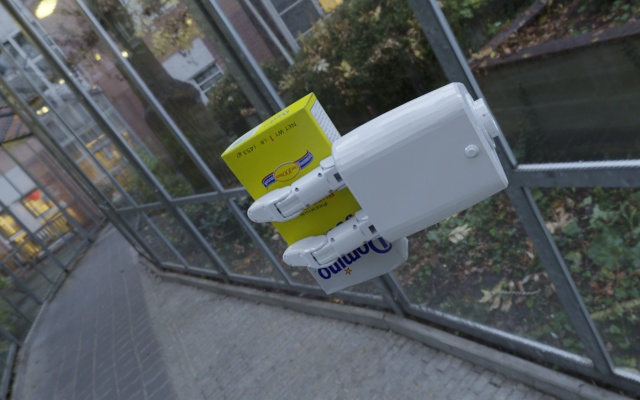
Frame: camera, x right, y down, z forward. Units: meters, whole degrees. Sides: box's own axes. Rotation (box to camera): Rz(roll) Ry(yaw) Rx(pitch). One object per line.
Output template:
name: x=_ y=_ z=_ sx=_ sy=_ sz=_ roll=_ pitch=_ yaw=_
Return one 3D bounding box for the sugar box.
sugar box: x=0.000 y=0.002 z=0.442 sx=0.093 sy=0.176 sz=0.048 roll=-26 pitch=20 yaw=24
